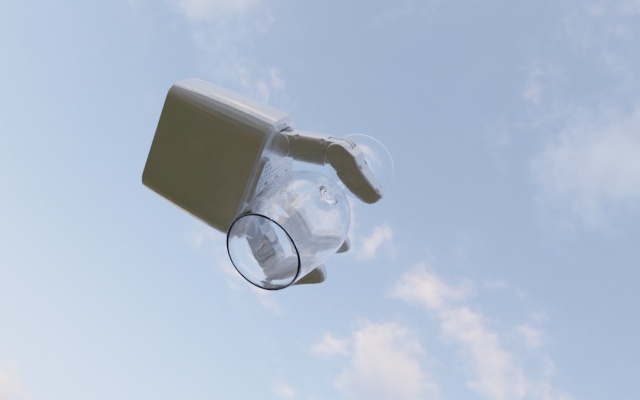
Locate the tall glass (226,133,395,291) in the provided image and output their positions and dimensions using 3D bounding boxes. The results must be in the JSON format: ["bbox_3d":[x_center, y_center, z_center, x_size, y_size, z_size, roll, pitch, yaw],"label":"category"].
[{"bbox_3d":[0.001,0.001,0.420,0.079,0.079,0.201,0,21,27],"label":"tall glass"}]
